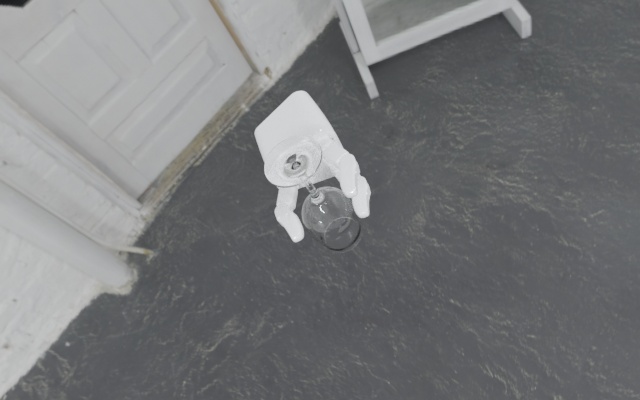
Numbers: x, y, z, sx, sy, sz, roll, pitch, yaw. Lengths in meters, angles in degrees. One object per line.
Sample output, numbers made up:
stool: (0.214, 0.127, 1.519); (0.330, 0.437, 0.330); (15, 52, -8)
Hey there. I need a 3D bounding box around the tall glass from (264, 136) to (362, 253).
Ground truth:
tall glass: (0.000, 0.002, 0.645); (0.079, 0.079, 0.201); (0, -30, 23)
